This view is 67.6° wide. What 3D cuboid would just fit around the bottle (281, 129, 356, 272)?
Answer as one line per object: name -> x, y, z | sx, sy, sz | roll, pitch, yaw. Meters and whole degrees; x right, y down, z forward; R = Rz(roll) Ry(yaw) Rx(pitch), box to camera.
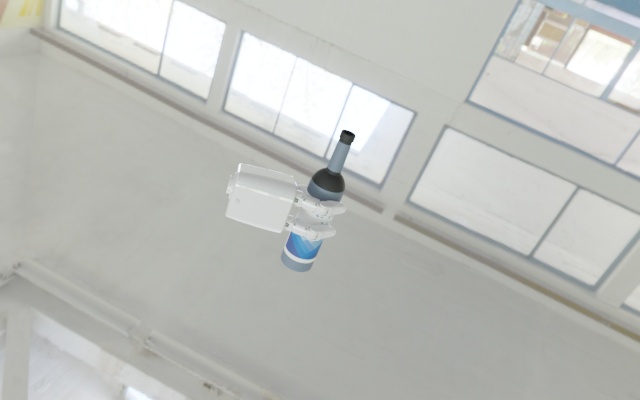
bottle -> 0.000, 0.003, 0.896 | 0.069, 0.296, 0.069 | 17, 29, -10
